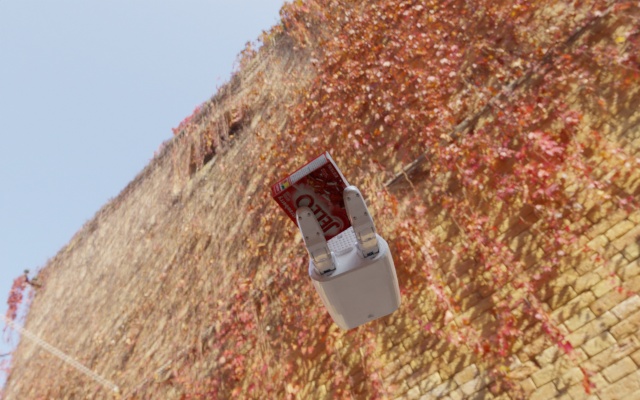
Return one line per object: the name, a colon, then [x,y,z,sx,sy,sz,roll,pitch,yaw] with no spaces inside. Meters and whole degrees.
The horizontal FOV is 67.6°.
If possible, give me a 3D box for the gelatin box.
gelatin box: [0.000,0.001,0.527,0.073,0.089,0.030,-32,32,7]
